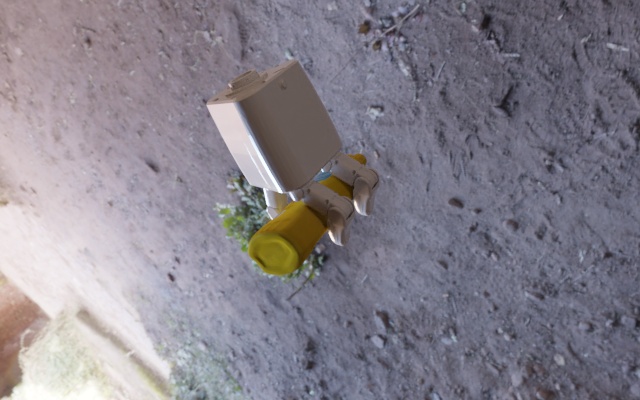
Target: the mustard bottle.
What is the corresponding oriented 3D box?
[{"bbox_3d":[0.000,0.002,0.560,0.191,0.058,0.096,-48,6,-37],"label":"mustard bottle"}]
